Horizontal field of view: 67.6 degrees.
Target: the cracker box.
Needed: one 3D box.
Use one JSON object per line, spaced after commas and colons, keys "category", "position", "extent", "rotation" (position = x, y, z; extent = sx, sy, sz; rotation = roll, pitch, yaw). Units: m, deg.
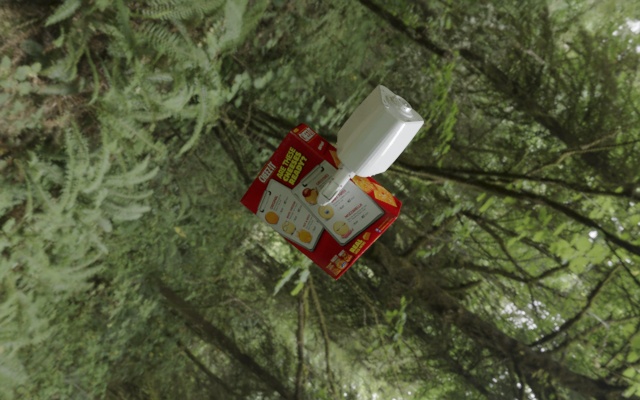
{"category": "cracker box", "position": [0.000, 0.003, 0.795], "extent": [0.213, 0.164, 0.072], "rotation": [39, 28, -1]}
